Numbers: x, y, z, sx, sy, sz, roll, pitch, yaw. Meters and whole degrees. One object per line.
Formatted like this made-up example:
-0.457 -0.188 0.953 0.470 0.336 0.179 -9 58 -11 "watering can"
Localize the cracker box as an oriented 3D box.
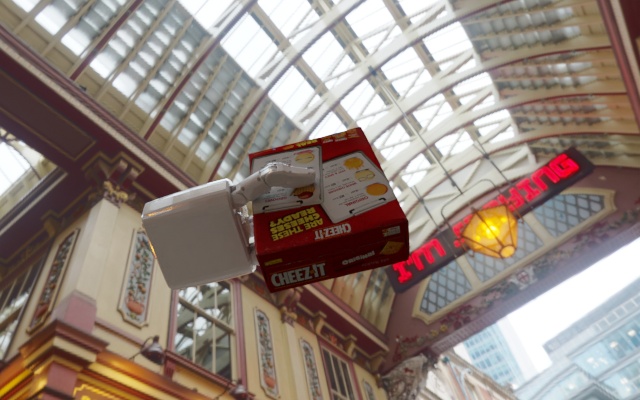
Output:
0.000 0.002 0.593 0.164 0.072 0.213 -14 37 -1 "cracker box"
